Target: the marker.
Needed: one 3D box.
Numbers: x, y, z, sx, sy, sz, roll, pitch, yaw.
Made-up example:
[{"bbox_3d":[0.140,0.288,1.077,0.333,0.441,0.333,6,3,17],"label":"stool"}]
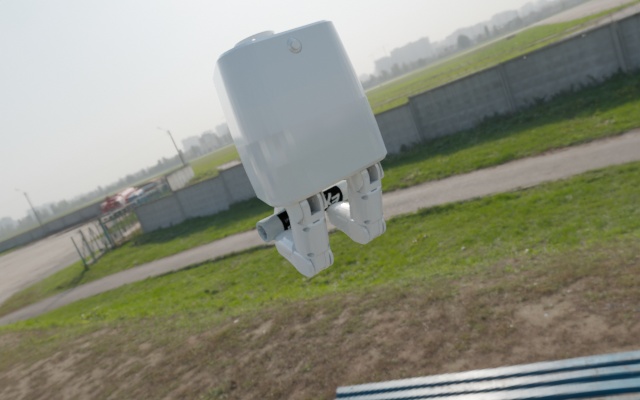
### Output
[{"bbox_3d":[0.000,0.001,0.413,0.121,0.020,0.020,-28,14,-29],"label":"marker"}]
